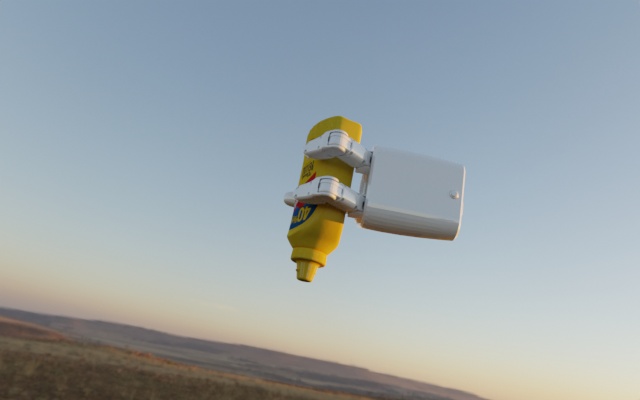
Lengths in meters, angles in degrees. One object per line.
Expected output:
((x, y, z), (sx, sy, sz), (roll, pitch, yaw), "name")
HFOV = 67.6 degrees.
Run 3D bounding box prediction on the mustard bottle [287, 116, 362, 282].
((0.000, 0.002, 0.567), (0.058, 0.191, 0.096), (19, -21, -22), "mustard bottle")
